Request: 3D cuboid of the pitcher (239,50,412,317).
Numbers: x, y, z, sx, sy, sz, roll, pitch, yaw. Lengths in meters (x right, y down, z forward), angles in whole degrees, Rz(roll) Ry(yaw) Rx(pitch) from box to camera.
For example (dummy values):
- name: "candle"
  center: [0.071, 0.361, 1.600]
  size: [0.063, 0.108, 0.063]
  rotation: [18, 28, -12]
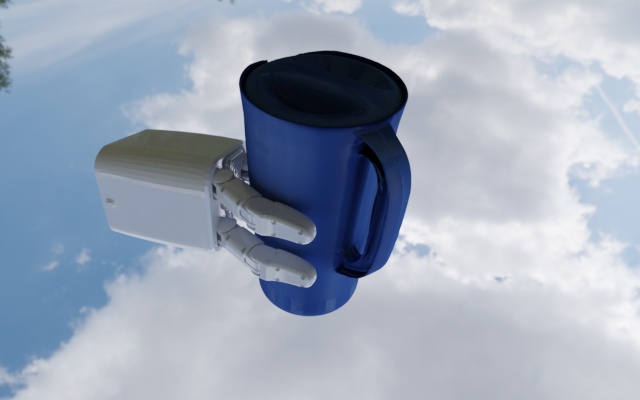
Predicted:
- name: "pitcher"
  center: [0.000, 0.001, 0.440]
  size: [0.145, 0.243, 0.149]
  rotation: [10, 40, 6]
